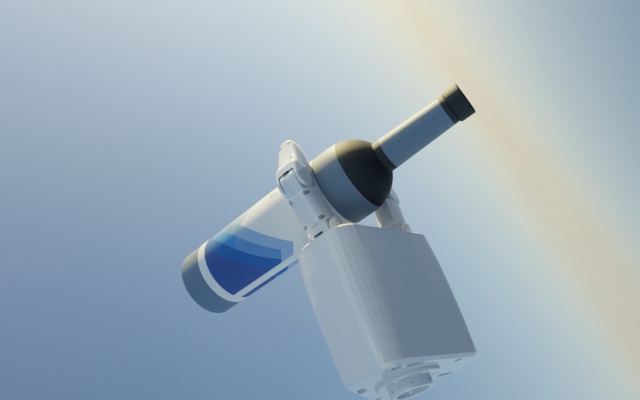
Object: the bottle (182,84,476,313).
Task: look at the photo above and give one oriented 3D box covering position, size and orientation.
[{"bbox_3d":[0.000,0.001,0.419,0.296,0.069,0.069,-36,-15,21],"label":"bottle"}]
